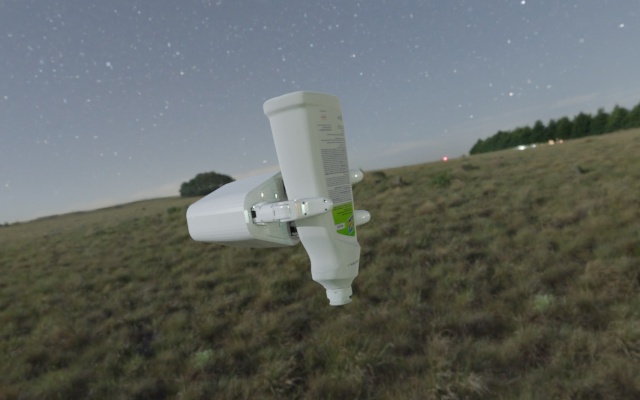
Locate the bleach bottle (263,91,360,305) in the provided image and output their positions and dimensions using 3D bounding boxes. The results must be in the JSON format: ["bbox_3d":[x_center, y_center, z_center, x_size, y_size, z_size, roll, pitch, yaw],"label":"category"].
[{"bbox_3d":[0.000,0.002,0.574,0.068,0.251,0.102,-8,2,34],"label":"bleach bottle"}]
